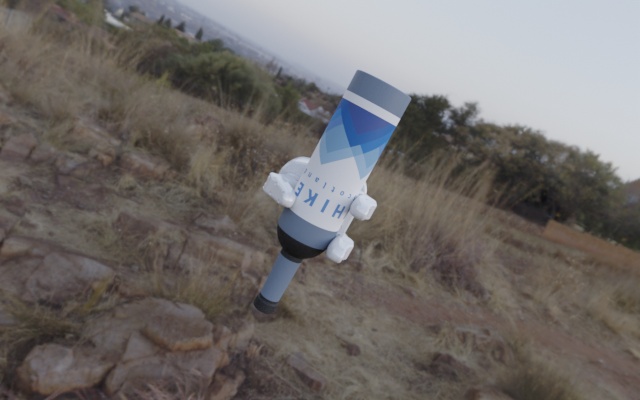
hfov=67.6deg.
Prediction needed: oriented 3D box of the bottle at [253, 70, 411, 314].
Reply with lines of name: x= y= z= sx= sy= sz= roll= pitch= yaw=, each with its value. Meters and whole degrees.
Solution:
bottle: x=0.000 y=0.002 z=0.542 sx=0.069 sy=0.296 sz=0.069 roll=27 pitch=12 yaw=-6
